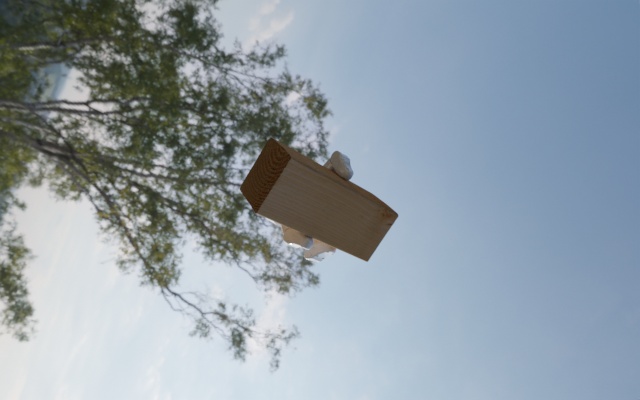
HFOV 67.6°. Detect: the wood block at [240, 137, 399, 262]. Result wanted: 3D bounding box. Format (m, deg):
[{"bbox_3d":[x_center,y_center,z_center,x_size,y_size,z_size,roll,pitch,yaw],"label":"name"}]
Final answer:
[{"bbox_3d":[0.000,0.002,0.700,0.206,0.091,0.090,26,11,-33],"label":"wood block"}]
